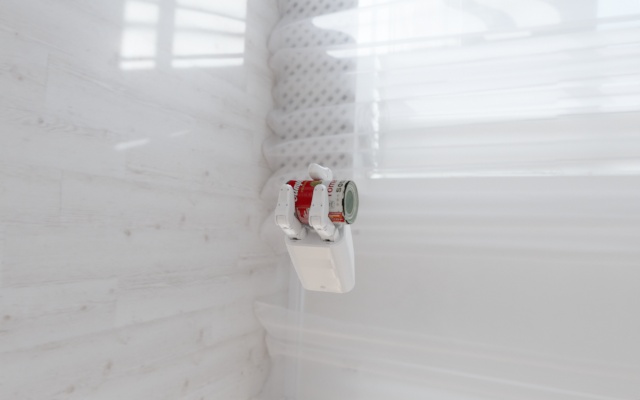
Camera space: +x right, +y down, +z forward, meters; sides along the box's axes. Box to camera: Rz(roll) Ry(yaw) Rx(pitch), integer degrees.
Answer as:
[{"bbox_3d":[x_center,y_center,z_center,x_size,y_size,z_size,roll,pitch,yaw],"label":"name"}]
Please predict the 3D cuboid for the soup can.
[{"bbox_3d":[0.000,0.002,0.728,0.102,0.068,0.068,1,0,23],"label":"soup can"}]
